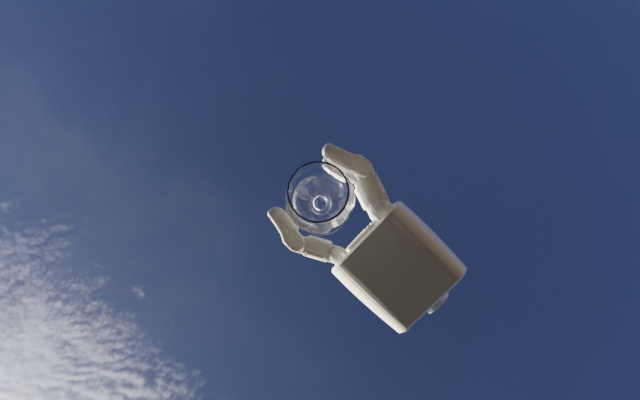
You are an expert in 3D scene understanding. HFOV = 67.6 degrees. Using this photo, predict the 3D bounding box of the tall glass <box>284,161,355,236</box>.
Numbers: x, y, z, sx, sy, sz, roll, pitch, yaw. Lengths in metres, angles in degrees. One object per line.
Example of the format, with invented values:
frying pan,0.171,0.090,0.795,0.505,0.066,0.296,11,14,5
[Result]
tall glass,0.000,0.002,0.565,0.079,0.079,0.201,0,-6,2
